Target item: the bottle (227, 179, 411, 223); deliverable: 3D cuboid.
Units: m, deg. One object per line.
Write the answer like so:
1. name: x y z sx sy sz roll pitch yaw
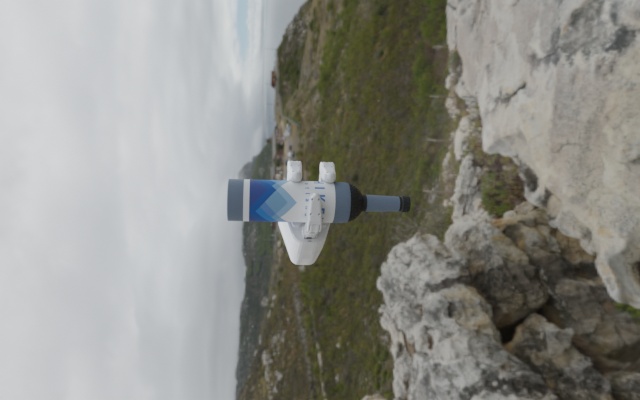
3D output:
1. bottle: 0.000 0.002 0.773 0.296 0.069 0.069 1 0 -8
